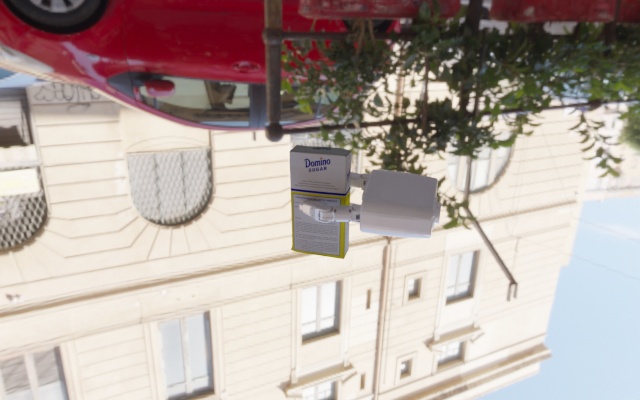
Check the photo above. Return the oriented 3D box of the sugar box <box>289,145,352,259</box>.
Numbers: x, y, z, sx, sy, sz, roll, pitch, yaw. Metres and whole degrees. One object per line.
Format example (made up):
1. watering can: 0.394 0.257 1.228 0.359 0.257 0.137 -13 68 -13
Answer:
1. sugar box: 0.000 0.002 0.766 0.093 0.176 0.048 7 21 14
